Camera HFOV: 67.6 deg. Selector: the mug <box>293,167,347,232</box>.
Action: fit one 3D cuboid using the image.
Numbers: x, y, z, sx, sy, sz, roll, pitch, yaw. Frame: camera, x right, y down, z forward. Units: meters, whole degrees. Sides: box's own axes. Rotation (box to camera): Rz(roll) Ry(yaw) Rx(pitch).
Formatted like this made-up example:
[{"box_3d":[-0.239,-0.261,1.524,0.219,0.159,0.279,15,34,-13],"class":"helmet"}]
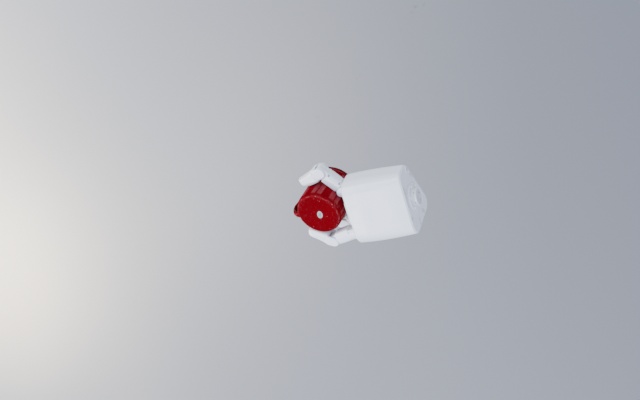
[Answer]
[{"box_3d":[-0.001,0.003,0.850,0.117,0.093,0.081,-13,29,33],"class":"mug"}]
